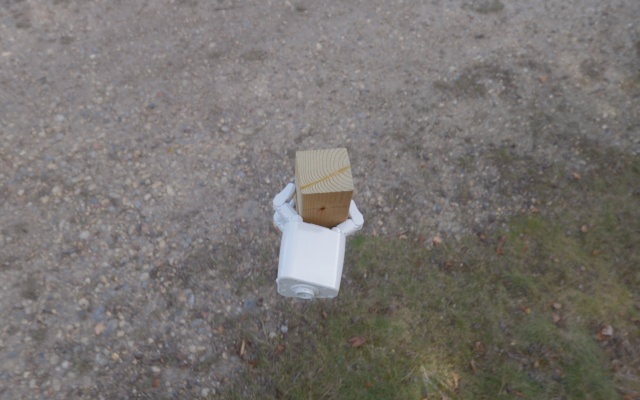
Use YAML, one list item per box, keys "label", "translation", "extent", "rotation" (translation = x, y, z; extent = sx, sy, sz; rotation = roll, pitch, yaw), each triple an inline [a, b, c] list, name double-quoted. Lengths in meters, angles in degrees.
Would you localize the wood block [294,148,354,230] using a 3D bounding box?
- label: "wood block"
  translation: [0.001, 0.003, 0.885]
  extent: [0.091, 0.090, 0.206]
  rotation: [-4, -31, -7]
